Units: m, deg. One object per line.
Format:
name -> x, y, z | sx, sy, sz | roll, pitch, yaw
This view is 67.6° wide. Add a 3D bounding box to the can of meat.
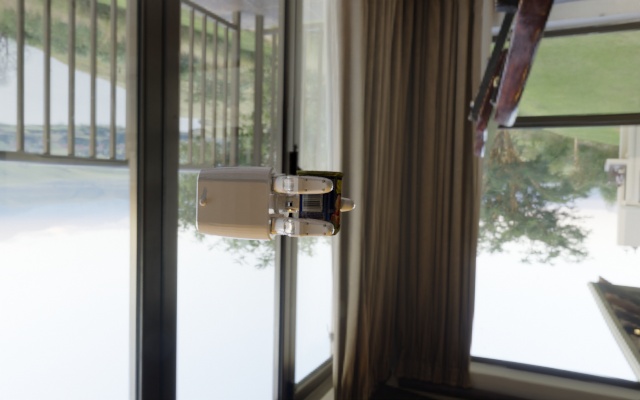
can of meat -> 0.000, 0.002, 0.656 | 0.057, 0.084, 0.102 | 2, 2, 7
